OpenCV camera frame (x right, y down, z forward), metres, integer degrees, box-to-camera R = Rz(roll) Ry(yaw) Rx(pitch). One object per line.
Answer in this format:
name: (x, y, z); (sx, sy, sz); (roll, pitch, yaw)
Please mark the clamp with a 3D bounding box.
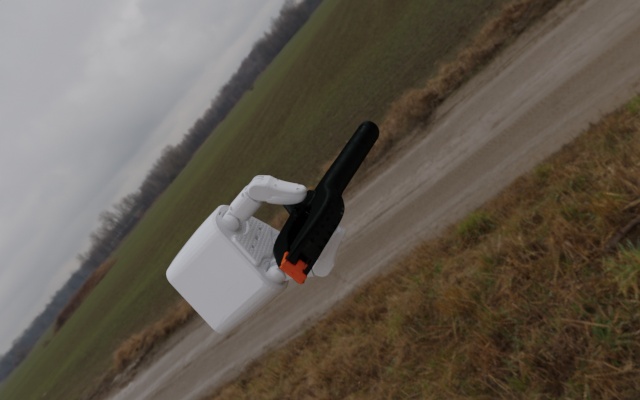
clamp: (-0.001, 0.002, 0.510); (0.036, 0.164, 0.210); (39, 26, -15)
